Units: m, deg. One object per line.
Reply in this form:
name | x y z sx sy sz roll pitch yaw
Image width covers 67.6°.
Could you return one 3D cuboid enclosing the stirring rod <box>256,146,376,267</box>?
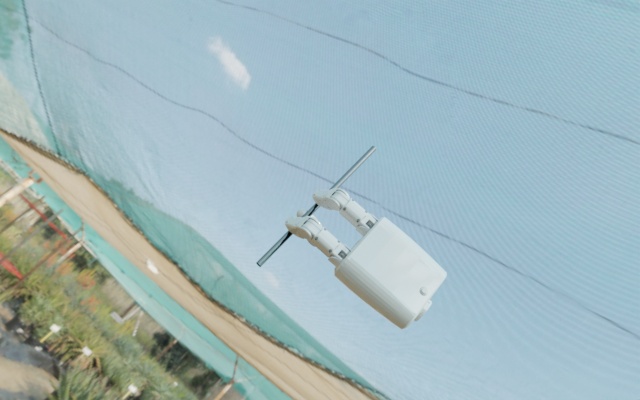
stirring rod | 0.000 0.002 0.643 0.239 0.011 0.011 -45 22 -24
